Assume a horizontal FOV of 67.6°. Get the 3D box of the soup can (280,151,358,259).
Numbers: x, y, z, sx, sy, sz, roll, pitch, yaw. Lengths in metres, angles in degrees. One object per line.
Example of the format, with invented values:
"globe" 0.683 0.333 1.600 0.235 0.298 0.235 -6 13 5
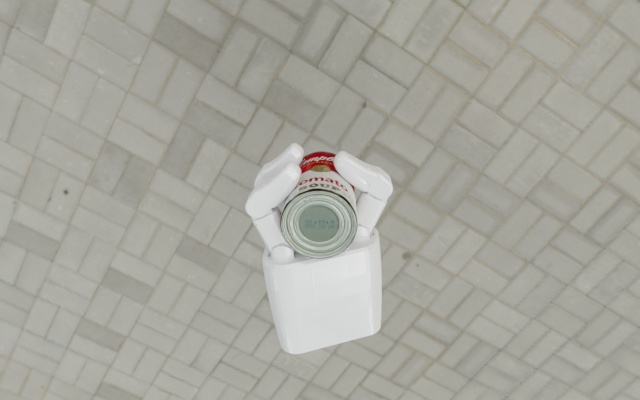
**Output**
"soup can" 0.000 0.001 0.449 0.068 0.068 0.102 0 24 2
